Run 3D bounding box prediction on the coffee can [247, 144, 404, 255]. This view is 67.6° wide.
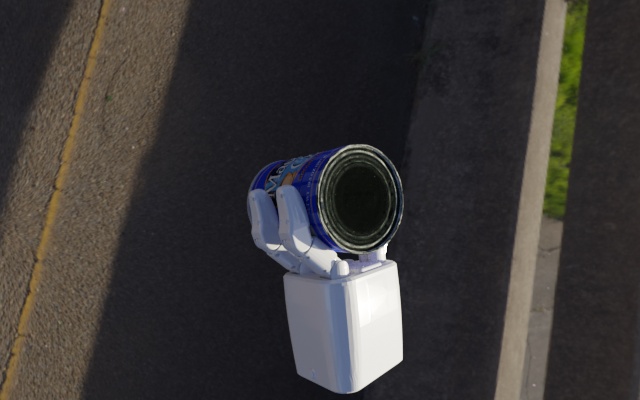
[{"bbox_3d":[0.000,0.001,0.496,0.103,0.103,0.140,0,-3,-34],"label":"coffee can"}]
